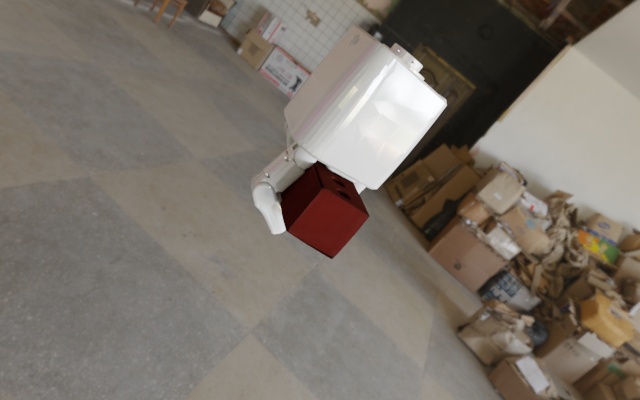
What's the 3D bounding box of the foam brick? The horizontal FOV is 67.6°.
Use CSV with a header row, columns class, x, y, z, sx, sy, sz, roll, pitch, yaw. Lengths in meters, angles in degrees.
class,x,y,z,sx,sy,sz,roll,pitch,yaw
foam brick,0.000,0.002,0.424,0.053,0.051,0.078,33,19,-26
